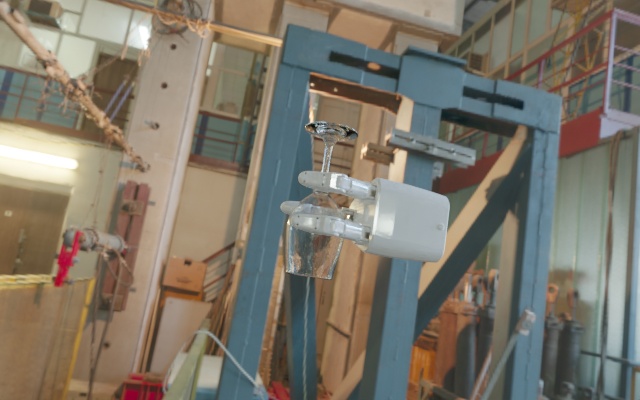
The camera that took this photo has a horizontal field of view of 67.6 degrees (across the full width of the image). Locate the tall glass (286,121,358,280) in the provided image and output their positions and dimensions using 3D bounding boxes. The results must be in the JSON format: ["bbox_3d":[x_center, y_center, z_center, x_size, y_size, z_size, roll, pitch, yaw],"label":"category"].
[{"bbox_3d":[0.000,0.001,0.637,0.079,0.201,0.079,9,-10,2],"label":"tall glass"}]
